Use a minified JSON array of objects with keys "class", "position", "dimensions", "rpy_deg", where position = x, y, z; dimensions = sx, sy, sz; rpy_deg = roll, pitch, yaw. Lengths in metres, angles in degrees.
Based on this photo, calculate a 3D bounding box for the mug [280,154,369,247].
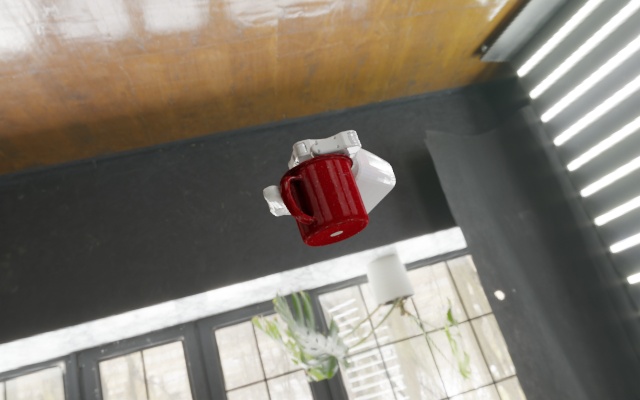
[{"class":"mug","position":[-0.001,0.002,0.555],"dimensions":[0.093,0.081,0.117],"rpy_deg":[-31,-23,31]}]
